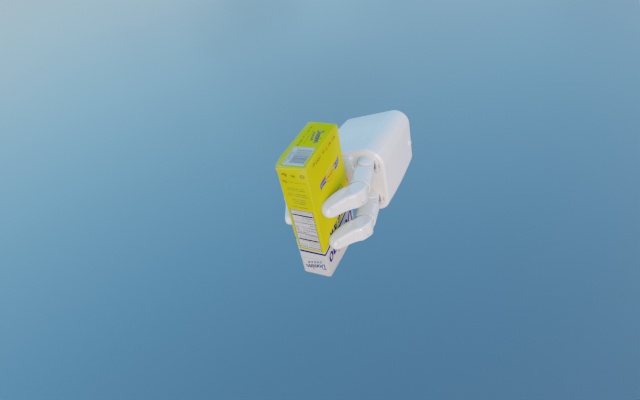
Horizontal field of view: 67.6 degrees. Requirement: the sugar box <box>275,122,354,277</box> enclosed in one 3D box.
[{"bbox_3d":[0.001,0.002,0.595,0.048,0.176,0.093,8,44,27],"label":"sugar box"}]
